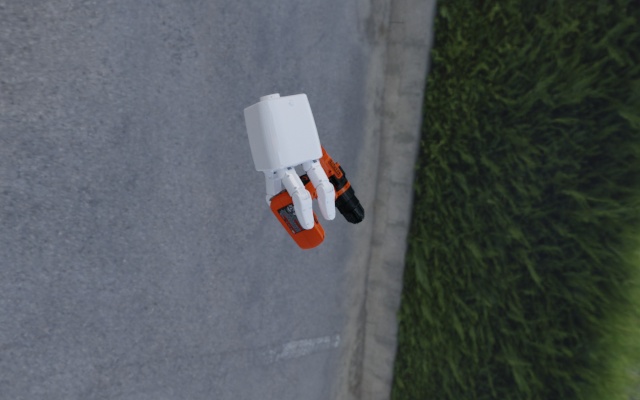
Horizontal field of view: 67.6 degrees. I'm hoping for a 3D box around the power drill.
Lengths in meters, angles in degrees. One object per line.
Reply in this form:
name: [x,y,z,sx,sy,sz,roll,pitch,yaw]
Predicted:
power drill: [0.000,0.003,0.840,0.057,0.184,0.187,-29,16,33]
